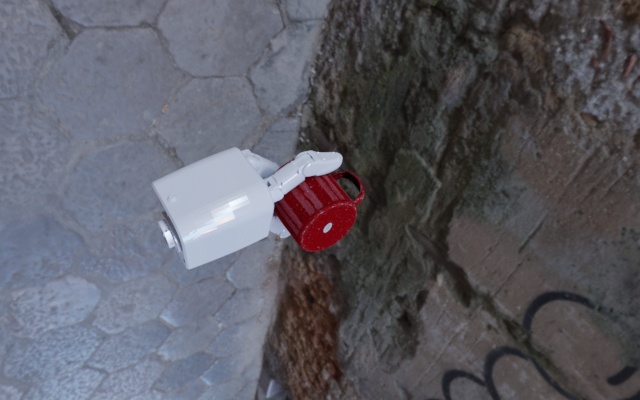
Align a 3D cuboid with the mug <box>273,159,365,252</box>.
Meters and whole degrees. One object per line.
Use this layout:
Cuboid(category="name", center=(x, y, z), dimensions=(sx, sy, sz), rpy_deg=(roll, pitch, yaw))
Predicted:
Cuboid(category="mug", center=(0.001, 0.001, 0.578), dimensions=(0.117, 0.081, 0.093), rpy_deg=(-25, -35, -20))
